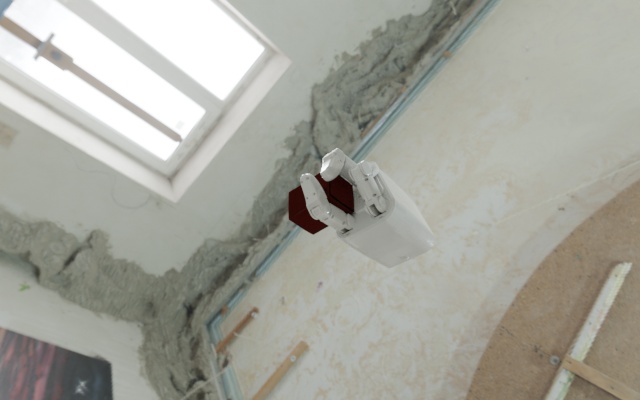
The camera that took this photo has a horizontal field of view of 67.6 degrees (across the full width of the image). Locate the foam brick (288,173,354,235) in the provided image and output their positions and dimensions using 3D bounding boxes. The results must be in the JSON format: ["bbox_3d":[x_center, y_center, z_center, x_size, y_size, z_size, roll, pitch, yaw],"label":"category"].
[{"bbox_3d":[0.000,0.002,0.660,0.078,0.053,0.051,-30,-48,31],"label":"foam brick"}]
